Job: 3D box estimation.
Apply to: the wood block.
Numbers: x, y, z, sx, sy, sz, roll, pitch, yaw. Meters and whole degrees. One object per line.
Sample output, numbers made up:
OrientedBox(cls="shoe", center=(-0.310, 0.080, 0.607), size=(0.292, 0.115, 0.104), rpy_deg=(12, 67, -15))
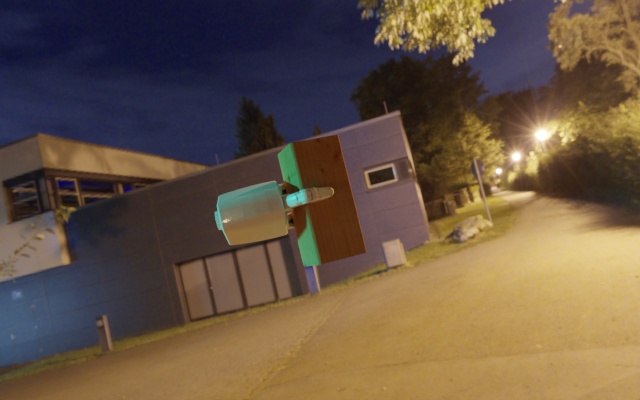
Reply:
OrientedBox(cls="wood block", center=(0.000, 0.003, 0.829), size=(0.090, 0.206, 0.091), rpy_deg=(-12, -4, -21))
